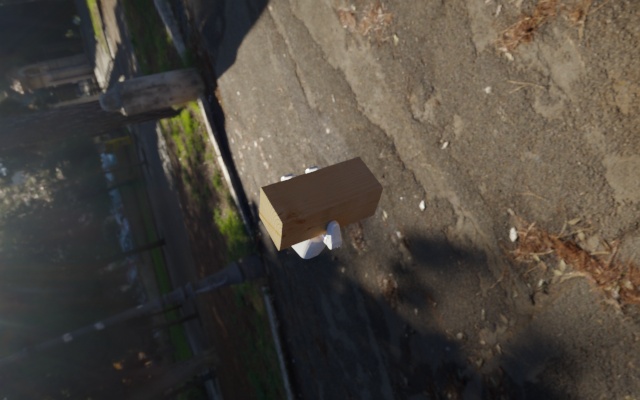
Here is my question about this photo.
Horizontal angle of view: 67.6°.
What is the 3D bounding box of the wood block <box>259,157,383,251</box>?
[{"bbox_3d":[0.000,0.003,0.889,0.206,0.090,0.090,-19,-33,-23],"label":"wood block"}]
